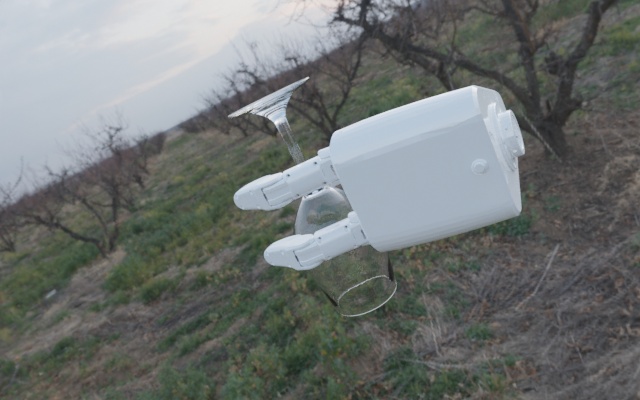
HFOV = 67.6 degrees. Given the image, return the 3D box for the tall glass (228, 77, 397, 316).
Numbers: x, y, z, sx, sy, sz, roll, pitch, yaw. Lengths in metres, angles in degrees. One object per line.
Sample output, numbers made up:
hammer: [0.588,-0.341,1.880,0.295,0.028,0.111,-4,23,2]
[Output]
tall glass: [0.000,0.001,0.416,0.079,0.201,0.079,-24,15,7]
